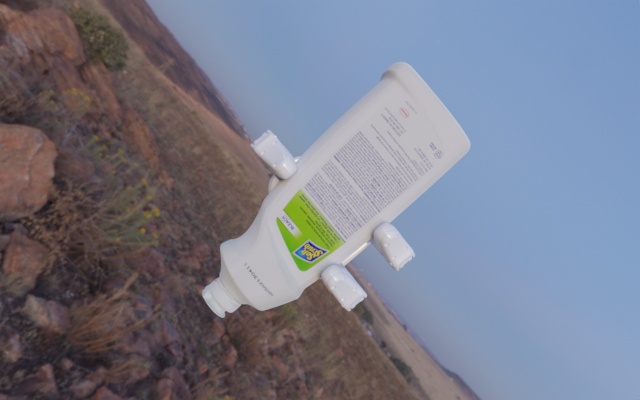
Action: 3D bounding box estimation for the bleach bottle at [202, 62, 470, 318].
[{"bbox_3d":[0.000,0.001,0.407,0.251,0.102,0.068,-40,1,-2],"label":"bleach bottle"}]
